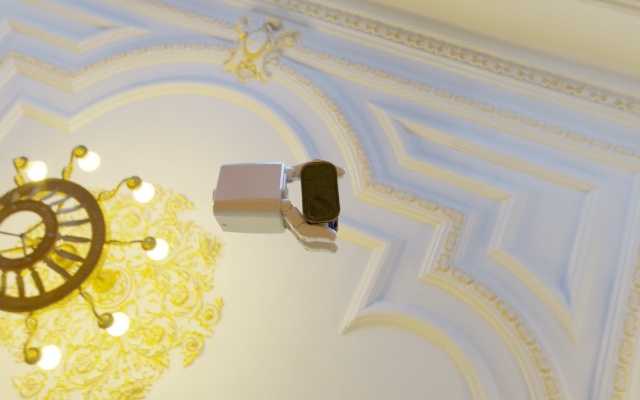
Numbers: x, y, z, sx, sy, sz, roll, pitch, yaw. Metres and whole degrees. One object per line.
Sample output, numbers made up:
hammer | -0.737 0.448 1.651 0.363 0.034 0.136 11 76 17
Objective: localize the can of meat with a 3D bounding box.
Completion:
can of meat | 0.000 0.003 0.761 0.057 0.102 0.084 -4 -25 0
